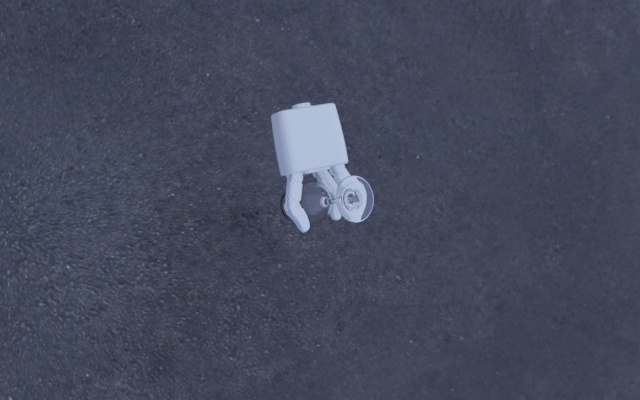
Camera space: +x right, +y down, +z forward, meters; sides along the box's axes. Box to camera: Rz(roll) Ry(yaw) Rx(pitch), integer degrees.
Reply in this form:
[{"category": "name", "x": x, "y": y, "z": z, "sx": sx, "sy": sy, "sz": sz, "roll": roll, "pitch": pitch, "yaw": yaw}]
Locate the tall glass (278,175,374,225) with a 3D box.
[{"category": "tall glass", "x": 0.000, "y": 0.003, "z": 0.828, "sx": 0.079, "sy": 0.079, "sz": 0.201, "roll": 0, "pitch": -3, "yaw": -33}]
